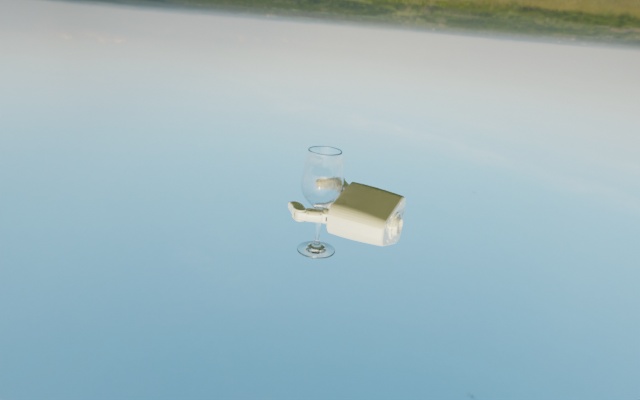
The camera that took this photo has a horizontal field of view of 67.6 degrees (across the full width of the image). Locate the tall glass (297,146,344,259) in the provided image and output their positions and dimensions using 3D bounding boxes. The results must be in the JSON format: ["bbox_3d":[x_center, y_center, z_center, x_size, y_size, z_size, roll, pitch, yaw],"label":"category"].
[{"bbox_3d":[0.000,0.004,0.889,0.079,0.201,0.079,4,20,-2],"label":"tall glass"}]
